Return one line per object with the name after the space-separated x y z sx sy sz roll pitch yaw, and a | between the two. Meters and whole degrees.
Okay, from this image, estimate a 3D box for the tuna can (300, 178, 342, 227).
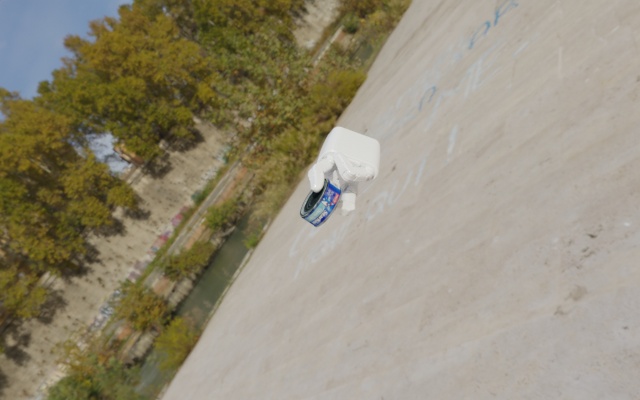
0.000 0.003 0.857 0.034 0.086 0.086 34 -11 -17 | tuna can
